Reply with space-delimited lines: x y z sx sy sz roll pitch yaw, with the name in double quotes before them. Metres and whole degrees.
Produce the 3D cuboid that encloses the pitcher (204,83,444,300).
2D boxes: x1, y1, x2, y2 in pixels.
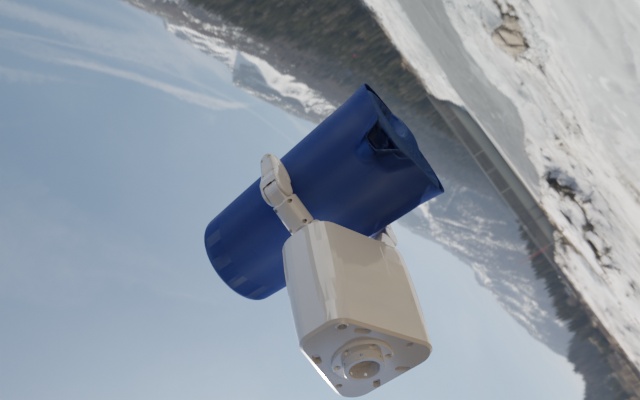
"pitcher" 0.000 0.002 0.517 0.243 0.145 0.149 -36 -53 17
